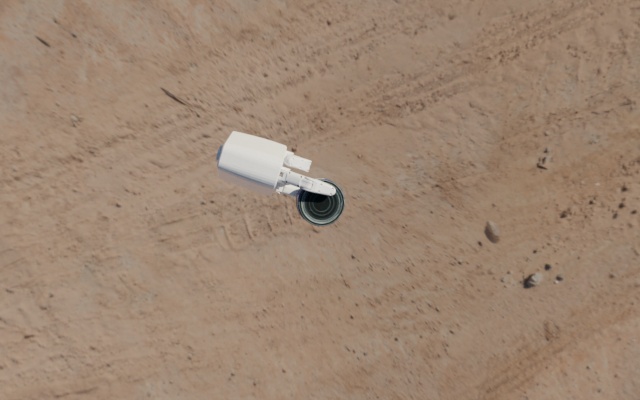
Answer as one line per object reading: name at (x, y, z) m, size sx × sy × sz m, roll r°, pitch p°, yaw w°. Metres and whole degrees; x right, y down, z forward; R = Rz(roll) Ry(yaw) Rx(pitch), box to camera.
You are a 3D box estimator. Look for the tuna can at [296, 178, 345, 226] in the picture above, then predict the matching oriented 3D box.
tuna can at (0.000, 0.003, 0.855) m, size 0.086 × 0.086 × 0.033 m, roll 0°, pitch 6°, yaw -9°
